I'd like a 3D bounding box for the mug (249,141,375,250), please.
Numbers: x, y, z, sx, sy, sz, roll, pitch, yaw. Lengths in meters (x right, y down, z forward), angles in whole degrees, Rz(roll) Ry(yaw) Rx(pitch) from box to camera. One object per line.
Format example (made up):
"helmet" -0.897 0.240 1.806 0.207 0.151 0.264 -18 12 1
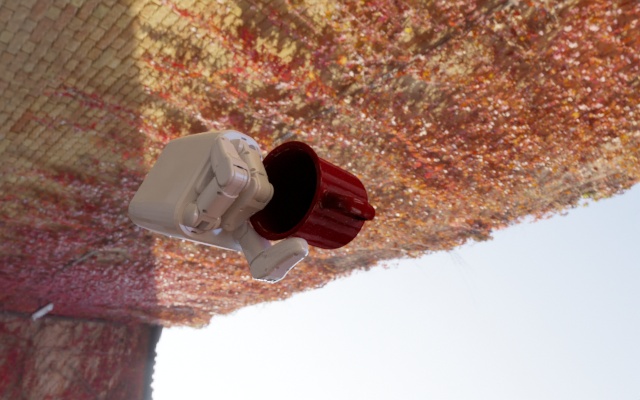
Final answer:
"mug" 0.001 0.002 0.446 0.117 0.093 0.081 6 -11 44
